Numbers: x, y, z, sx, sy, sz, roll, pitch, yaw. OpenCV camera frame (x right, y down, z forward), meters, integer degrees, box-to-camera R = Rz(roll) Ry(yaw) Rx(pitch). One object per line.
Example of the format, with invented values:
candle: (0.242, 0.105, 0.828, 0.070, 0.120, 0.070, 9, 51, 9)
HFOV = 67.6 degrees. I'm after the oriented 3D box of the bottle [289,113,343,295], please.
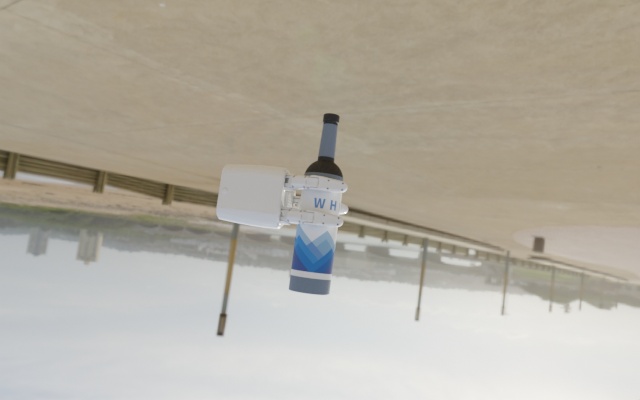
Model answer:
bottle: (0.000, 0.003, 0.785, 0.069, 0.295, 0.069, 7, -6, 1)
